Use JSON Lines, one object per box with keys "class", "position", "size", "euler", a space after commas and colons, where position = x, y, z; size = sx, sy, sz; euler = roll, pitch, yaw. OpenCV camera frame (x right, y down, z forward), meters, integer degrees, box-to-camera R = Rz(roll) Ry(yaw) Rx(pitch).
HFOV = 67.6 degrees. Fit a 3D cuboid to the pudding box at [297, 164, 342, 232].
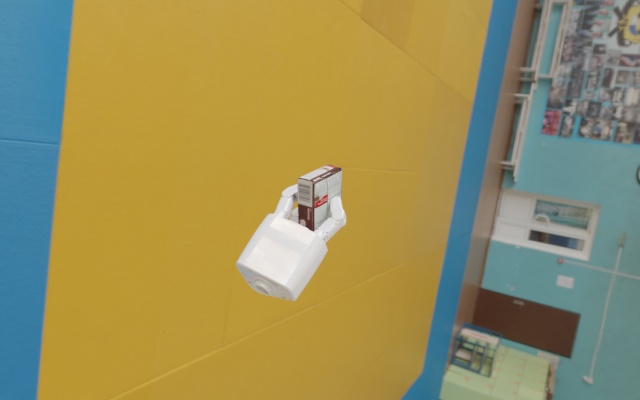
{"class": "pudding box", "position": [0.000, 0.003, 0.848], "size": [0.039, 0.113, 0.090], "euler": [17, 29, 31]}
